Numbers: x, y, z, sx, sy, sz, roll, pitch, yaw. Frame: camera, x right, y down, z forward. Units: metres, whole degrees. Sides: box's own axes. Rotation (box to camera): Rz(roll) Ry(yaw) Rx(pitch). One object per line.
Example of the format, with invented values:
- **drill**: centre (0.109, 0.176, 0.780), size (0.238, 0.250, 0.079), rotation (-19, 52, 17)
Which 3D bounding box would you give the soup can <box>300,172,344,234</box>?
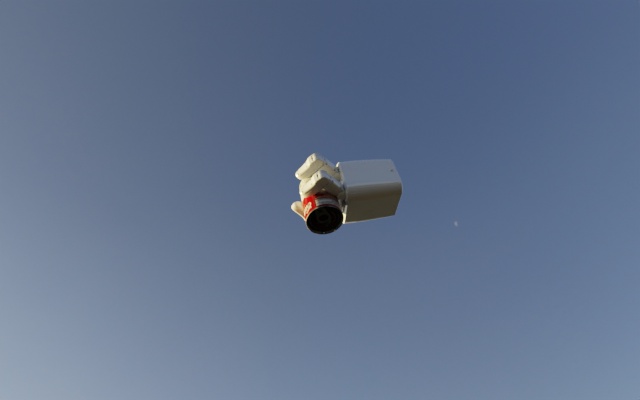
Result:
- **soup can**: centre (0.000, 0.003, 0.876), size (0.068, 0.069, 0.102), rotation (0, 40, -12)
